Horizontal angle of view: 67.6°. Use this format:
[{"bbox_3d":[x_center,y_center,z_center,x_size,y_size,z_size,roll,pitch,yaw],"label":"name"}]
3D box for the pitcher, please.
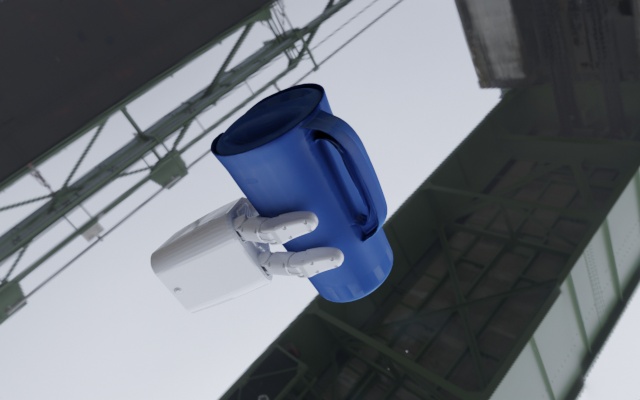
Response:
[{"bbox_3d":[0.000,0.002,0.540,0.145,0.243,0.149,-25,30,8],"label":"pitcher"}]
